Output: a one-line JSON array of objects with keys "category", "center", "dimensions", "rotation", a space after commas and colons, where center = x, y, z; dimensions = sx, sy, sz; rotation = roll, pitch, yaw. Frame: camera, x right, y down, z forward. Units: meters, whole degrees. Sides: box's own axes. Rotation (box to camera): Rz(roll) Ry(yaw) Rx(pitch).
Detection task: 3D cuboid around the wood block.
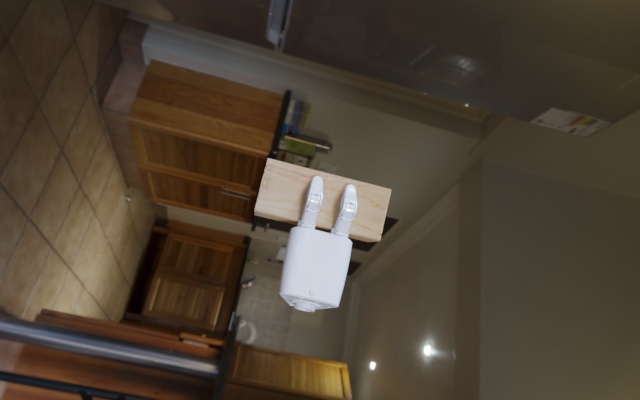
[{"category": "wood block", "center": [0.000, 0.003, 0.800], "dimensions": [0.206, 0.090, 0.091], "rotation": [14, -7, -6]}]
